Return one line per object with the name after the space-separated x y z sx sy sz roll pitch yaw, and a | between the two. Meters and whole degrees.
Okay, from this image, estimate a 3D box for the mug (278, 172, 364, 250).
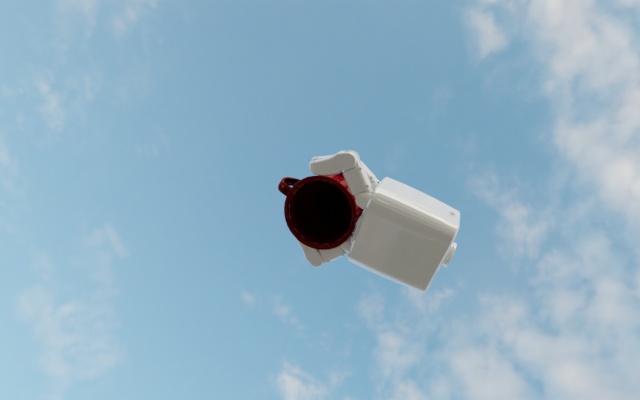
-0.001 0.001 0.618 0.117 0.093 0.081 26 19 11 | mug
